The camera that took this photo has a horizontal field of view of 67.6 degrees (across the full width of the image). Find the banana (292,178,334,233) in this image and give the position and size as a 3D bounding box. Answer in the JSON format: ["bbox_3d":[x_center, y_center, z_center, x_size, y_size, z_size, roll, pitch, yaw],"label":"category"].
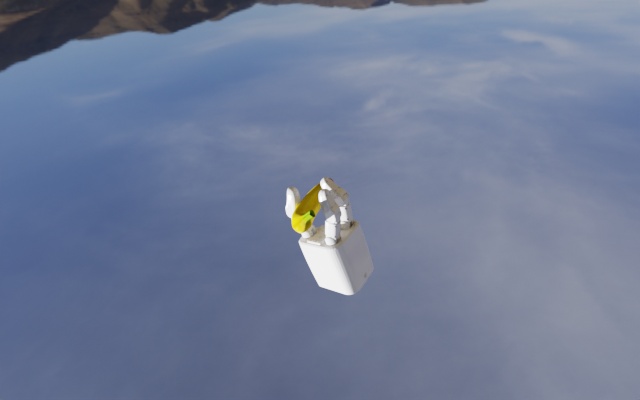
[{"bbox_3d":[-0.015,0.013,0.856,0.069,0.037,0.197,-33,12,19],"label":"banana"}]
